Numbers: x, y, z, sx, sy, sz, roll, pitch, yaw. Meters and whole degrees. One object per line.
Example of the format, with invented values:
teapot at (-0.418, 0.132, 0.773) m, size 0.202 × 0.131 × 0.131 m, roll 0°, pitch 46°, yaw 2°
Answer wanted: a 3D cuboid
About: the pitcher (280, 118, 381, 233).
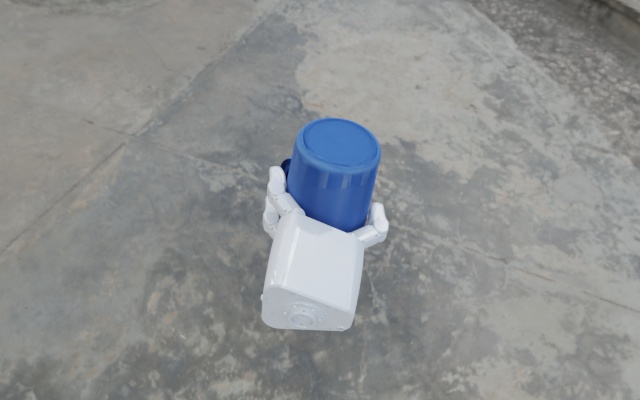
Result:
pitcher at (0.000, 0.002, 0.674) m, size 0.149 × 0.145 × 0.243 m, roll 12°, pitch -44°, yaw 0°
